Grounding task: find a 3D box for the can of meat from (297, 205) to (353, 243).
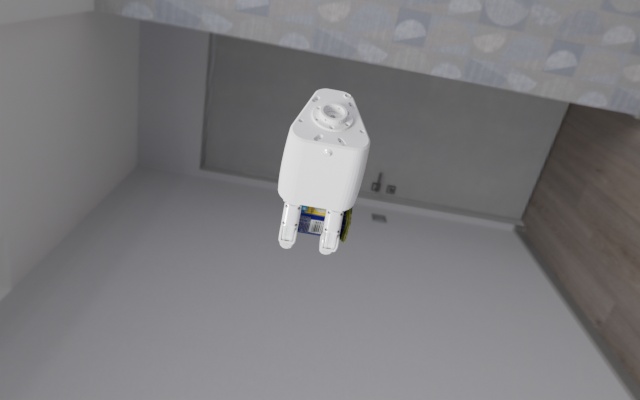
[{"bbox_3d":[0.000,0.002,0.670,0.084,0.102,0.057,10,-38,-4],"label":"can of meat"}]
